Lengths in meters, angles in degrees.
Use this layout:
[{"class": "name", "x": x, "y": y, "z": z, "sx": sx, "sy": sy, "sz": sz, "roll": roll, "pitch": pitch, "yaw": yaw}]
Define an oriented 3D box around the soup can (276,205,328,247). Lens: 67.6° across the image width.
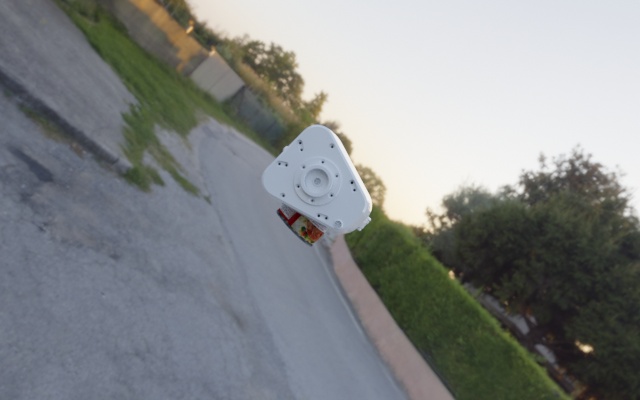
[{"class": "soup can", "x": 0.000, "y": 0.002, "z": 0.639, "sx": 0.068, "sy": 0.102, "sz": 0.068, "roll": 45, "pitch": 3, "yaw": -3}]
